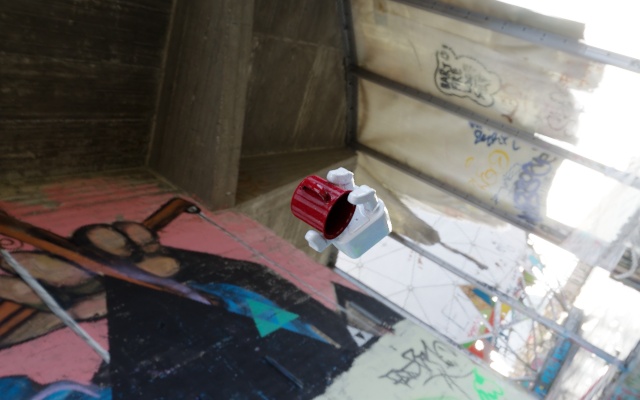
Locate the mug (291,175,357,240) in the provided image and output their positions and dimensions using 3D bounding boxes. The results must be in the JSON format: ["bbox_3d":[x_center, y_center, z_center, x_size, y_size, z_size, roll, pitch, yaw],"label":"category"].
[{"bbox_3d":[0.000,0.002,0.807,0.081,0.093,0.117,29,-15,29],"label":"mug"}]
